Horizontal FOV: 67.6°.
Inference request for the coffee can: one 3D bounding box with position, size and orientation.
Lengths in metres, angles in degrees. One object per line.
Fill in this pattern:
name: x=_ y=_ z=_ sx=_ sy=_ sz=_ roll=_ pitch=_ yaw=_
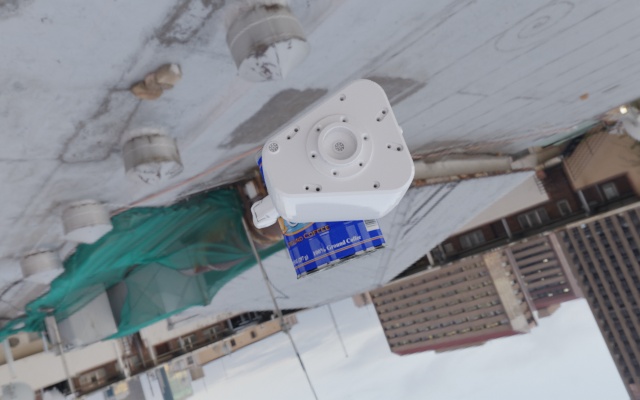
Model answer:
coffee can: x=0.000 y=0.002 z=0.518 sx=0.103 sy=0.140 sz=0.103 roll=-20 pitch=-9 yaw=-3
